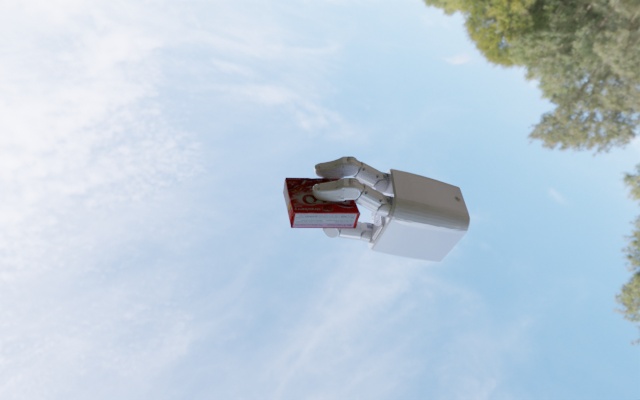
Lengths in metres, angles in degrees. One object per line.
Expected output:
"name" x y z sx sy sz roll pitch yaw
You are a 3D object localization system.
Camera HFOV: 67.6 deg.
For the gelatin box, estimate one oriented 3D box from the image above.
"gelatin box" 0.000 0.002 0.624 0.089 0.030 0.073 1 39 -15
